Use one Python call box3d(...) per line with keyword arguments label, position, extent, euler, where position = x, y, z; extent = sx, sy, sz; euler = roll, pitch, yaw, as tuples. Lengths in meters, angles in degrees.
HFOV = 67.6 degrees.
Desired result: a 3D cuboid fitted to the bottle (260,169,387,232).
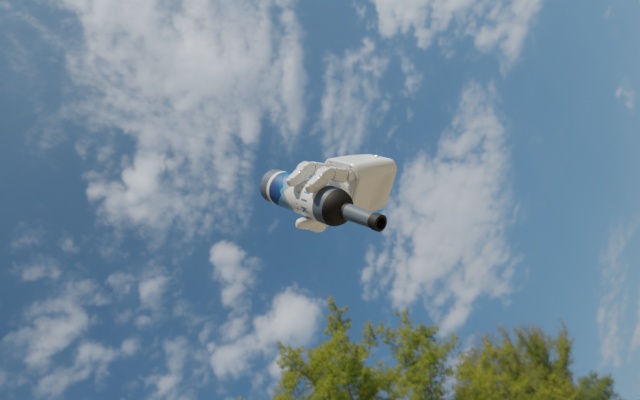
box3d(label="bottle", position=(0.000, 0.003, 0.839), extent=(0.069, 0.069, 0.295), euler=(0, 13, -40))
